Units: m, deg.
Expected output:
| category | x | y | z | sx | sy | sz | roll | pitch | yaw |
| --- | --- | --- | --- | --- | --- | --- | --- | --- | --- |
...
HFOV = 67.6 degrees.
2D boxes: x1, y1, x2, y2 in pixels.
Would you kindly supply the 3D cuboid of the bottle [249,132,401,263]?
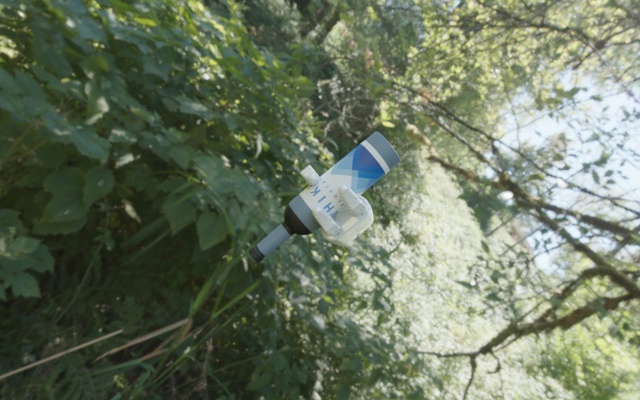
| category | x | y | z | sx | sy | sz | roll | pitch | yaw |
| --- | --- | --- | --- | --- | --- | --- | --- | --- | --- |
| bottle | 0.000 | 0.002 | 0.807 | 0.296 | 0.069 | 0.069 | -39 | -1 | 1 |
